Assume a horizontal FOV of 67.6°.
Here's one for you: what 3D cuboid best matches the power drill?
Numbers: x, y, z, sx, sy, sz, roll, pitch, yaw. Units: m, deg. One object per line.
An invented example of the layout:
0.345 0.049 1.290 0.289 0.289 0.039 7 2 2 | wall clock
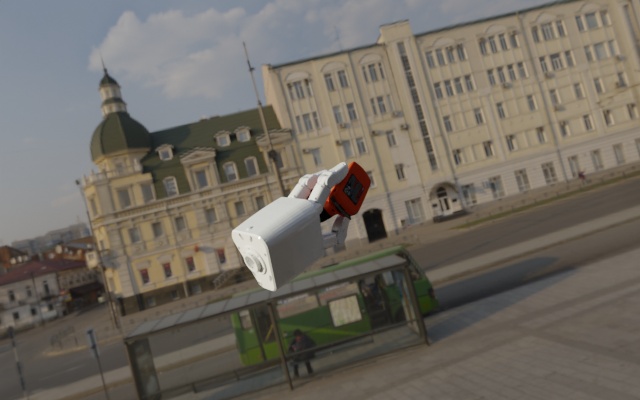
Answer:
0.000 0.003 0.855 0.188 0.057 0.184 -30 22 39 | power drill
